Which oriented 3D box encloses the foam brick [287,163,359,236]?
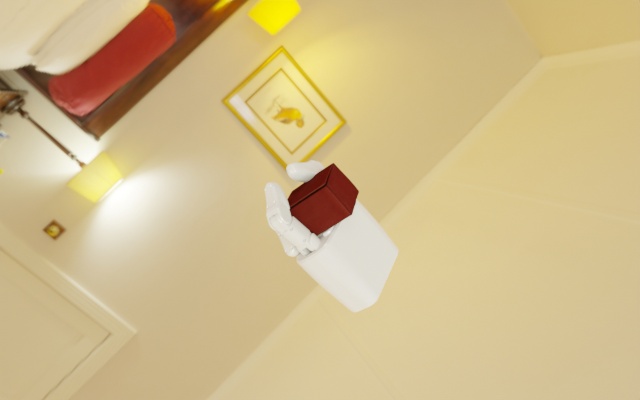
[{"bbox_3d":[0.000,0.002,0.586,0.078,0.051,0.053,-33,20,32],"label":"foam brick"}]
